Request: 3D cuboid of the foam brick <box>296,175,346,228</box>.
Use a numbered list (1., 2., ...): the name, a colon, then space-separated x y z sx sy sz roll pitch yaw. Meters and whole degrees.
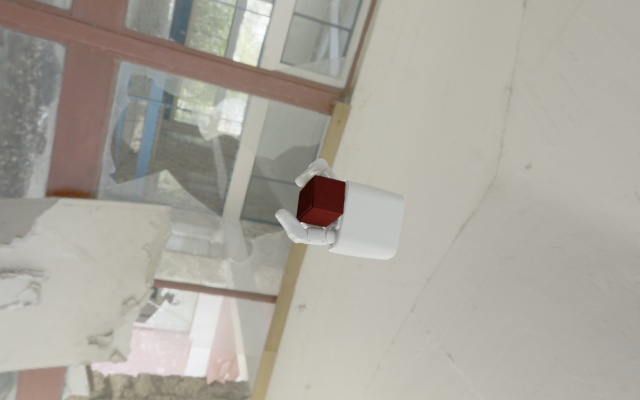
1. foam brick: 0.000 0.002 0.727 0.051 0.053 0.078 12 -22 -16
